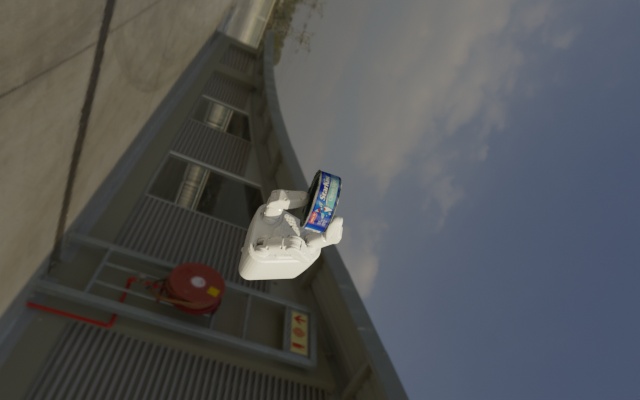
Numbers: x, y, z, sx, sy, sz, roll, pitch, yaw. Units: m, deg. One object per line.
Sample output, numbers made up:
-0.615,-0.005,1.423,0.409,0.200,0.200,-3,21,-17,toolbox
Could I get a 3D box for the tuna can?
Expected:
0.001,0.002,0.672,0.034,0.086,0.086,18,-3,-9,tuna can
